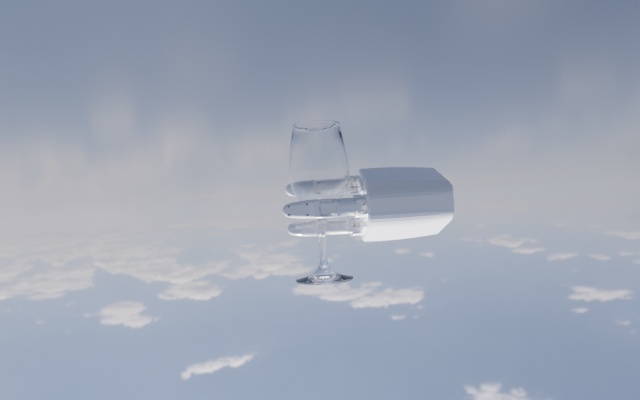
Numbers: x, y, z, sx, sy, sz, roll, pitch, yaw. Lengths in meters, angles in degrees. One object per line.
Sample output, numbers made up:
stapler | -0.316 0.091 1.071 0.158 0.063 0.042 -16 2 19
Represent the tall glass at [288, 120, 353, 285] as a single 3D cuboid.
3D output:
tall glass | 0.000 0.003 0.612 0.079 0.201 0.079 -3 0 0
